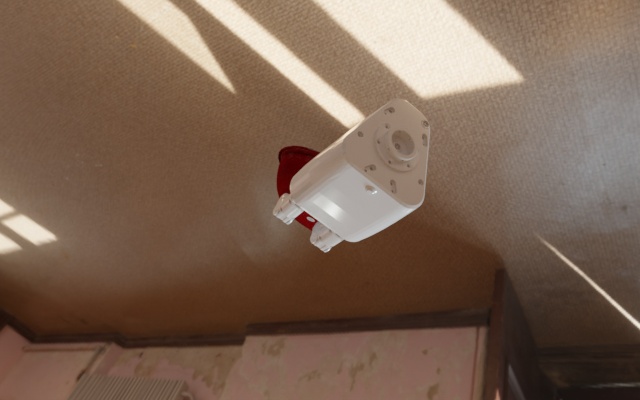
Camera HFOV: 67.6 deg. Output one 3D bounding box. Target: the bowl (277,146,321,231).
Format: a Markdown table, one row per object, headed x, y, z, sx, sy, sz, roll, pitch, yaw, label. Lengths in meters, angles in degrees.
| x | y | z | sx | sy | sz | roll | pitch | yaw | label |
| --- | --- | --- | --- | --- | --- | --- | --- | --- | --- |
| 0.000 | 0.003 | 0.617 | 0.162 | 0.055 | 0.162 | 29 | -19 | 11 | bowl |
